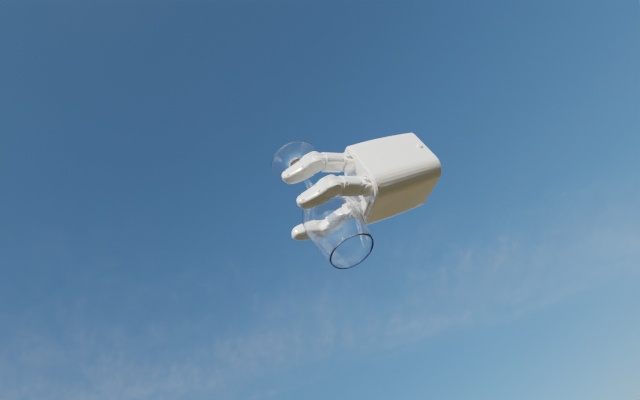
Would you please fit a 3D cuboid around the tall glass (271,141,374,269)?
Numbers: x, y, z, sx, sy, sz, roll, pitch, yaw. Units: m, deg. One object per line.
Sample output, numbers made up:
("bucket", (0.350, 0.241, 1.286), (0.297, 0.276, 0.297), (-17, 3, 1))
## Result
("tall glass", (0.000, 0.002, 0.664), (0.079, 0.079, 0.201), (0, 39, -31))
